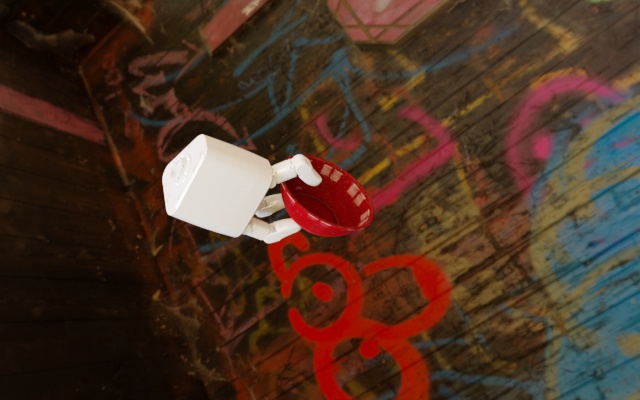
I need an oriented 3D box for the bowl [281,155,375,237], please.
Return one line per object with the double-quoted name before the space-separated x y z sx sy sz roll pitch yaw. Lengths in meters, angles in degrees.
"bowl" 0.001 0.003 0.728 0.162 0.055 0.162 22 34 -16
